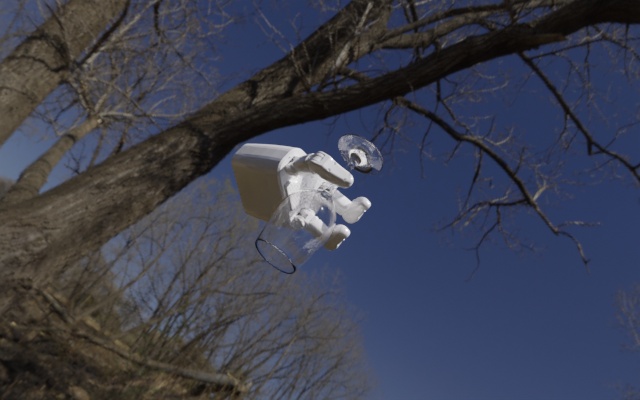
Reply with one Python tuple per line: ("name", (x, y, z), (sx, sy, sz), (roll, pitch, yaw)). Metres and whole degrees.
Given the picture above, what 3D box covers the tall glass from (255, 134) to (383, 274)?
("tall glass", (0.001, 0.002, 0.628), (0.079, 0.079, 0.201), (0, 42, 50))
